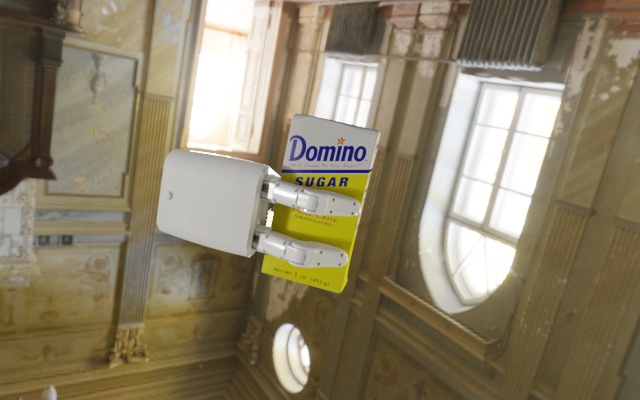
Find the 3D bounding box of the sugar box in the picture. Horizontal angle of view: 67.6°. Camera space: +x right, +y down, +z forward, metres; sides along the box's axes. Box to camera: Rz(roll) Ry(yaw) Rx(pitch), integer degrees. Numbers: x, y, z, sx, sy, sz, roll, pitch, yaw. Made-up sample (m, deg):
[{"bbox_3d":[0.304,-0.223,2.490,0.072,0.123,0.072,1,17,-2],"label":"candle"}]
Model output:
[{"bbox_3d":[0.000,0.002,0.514,0.093,0.176,0.048,13,12,8],"label":"sugar box"}]
